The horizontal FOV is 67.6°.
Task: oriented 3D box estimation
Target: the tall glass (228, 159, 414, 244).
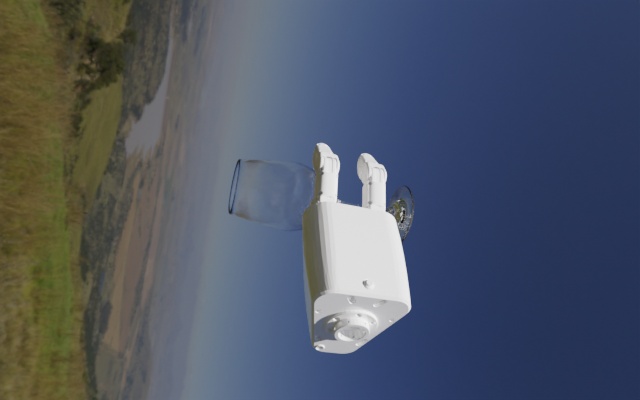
[{"bbox_3d":[0.001,0.002,0.546,0.201,0.079,0.079,10,-3,-15],"label":"tall glass"}]
